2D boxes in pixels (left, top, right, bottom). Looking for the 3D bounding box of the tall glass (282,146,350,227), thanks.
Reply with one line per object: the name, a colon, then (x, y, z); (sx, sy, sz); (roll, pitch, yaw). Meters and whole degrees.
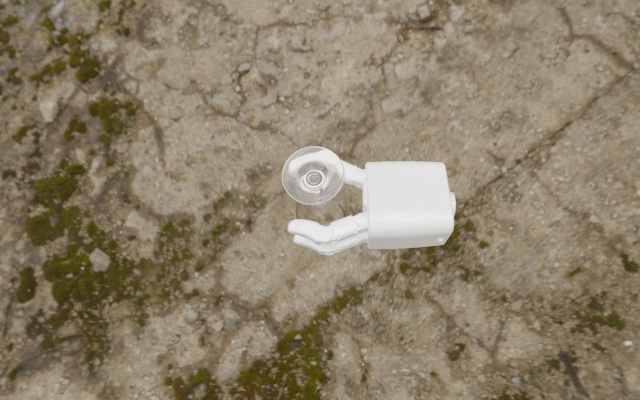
tall glass: (0.000, 0.002, 0.651); (0.079, 0.079, 0.201); (0, -19, 5)
